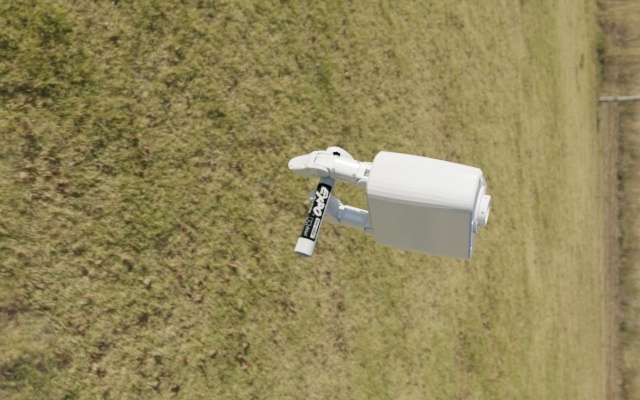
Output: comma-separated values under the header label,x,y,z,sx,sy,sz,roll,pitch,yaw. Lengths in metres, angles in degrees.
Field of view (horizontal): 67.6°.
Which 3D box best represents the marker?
label,x,y,z,sx,sy,sz,roll,pitch,yaw
marker,0.000,0.002,0.512,0.020,0.121,0.020,17,-18,6
